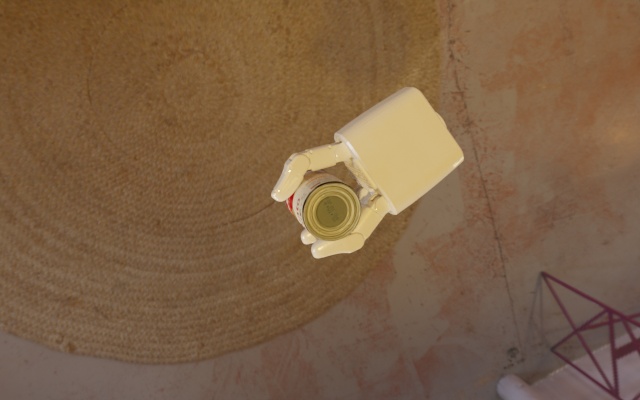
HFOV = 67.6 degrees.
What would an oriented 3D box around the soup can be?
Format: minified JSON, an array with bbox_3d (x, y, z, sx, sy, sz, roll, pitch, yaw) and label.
[{"bbox_3d":[0.000,0.002,0.552,0.068,0.068,0.102,0,13,-16],"label":"soup can"}]
